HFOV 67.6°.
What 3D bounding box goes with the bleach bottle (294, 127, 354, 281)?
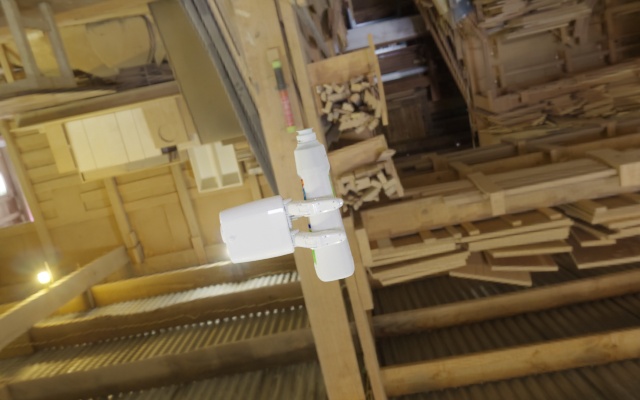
[{"bbox_3d":[0.000,0.003,0.807,0.068,0.251,0.102,-13,13,-2],"label":"bleach bottle"}]
